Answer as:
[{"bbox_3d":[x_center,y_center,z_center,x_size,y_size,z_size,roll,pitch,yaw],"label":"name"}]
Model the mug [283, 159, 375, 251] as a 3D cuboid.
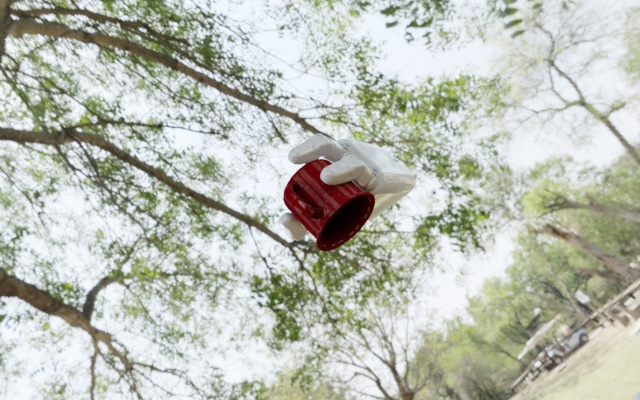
[{"bbox_3d":[-0.001,0.002,0.585,0.081,0.093,0.117,45,24,28],"label":"mug"}]
